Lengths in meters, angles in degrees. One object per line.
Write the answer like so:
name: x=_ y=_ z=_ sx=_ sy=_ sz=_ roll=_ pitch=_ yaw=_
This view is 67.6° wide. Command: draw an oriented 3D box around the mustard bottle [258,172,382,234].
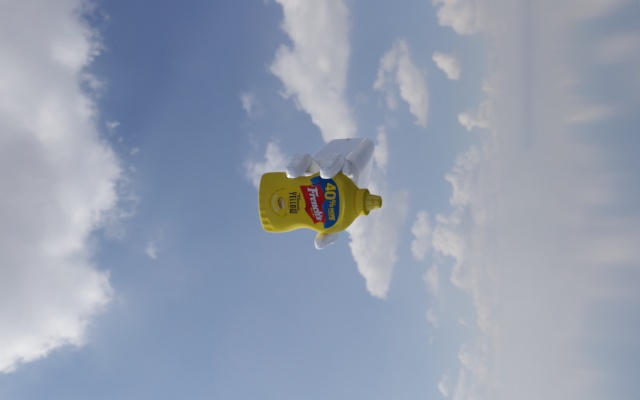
mustard bottle: x=0.000 y=0.002 z=0.731 sx=0.191 sy=0.096 sz=0.058 roll=0 pitch=2 yaw=23
